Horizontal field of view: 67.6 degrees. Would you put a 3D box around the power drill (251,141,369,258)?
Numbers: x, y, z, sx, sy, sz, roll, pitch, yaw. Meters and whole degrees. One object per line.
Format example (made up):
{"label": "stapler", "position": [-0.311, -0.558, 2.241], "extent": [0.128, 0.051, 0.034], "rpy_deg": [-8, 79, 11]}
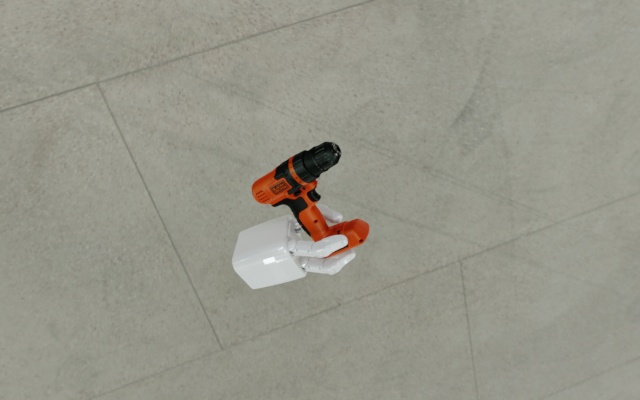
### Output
{"label": "power drill", "position": [0.000, 0.003, 0.805], "extent": [0.184, 0.188, 0.057], "rpy_deg": [-26, 23, 35]}
